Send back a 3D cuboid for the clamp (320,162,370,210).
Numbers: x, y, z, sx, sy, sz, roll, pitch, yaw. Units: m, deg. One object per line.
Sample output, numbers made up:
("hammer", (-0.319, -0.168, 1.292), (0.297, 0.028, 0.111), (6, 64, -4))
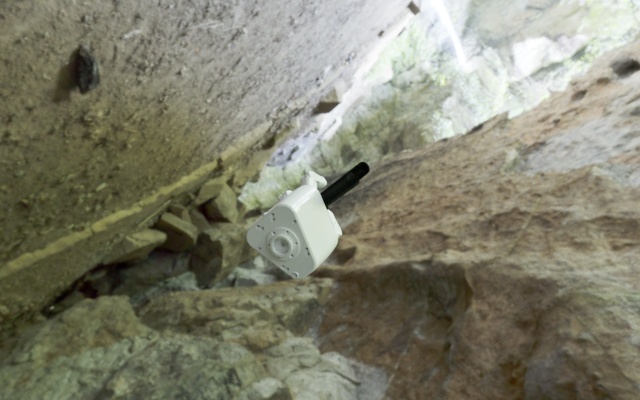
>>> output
("clamp", (0.000, 0.004, 0.830), (0.210, 0.036, 0.164), (-38, 0, 22))
